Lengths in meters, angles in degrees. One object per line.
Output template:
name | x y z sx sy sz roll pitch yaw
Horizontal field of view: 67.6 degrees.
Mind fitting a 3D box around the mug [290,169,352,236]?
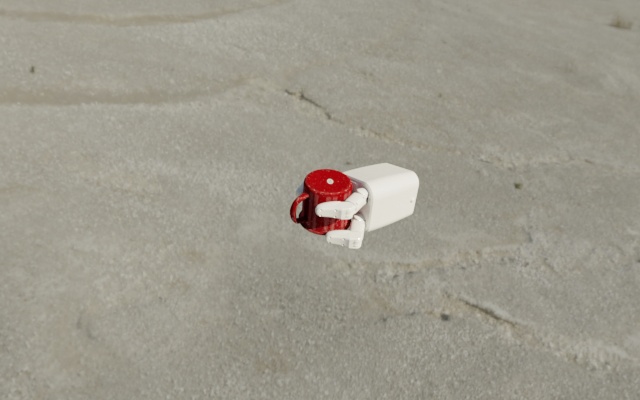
mug | -0.001 0.003 0.805 0.117 0.082 0.093 -16 40 -27
